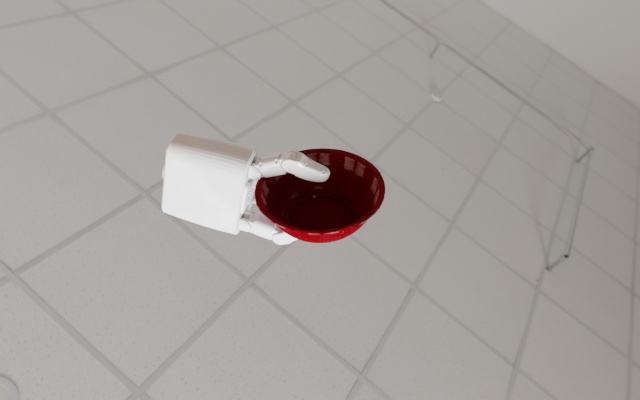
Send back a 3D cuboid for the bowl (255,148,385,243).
[{"bbox_3d":[0.001,0.003,0.606,0.162,0.055,0.162,-2,42,2],"label":"bowl"}]
